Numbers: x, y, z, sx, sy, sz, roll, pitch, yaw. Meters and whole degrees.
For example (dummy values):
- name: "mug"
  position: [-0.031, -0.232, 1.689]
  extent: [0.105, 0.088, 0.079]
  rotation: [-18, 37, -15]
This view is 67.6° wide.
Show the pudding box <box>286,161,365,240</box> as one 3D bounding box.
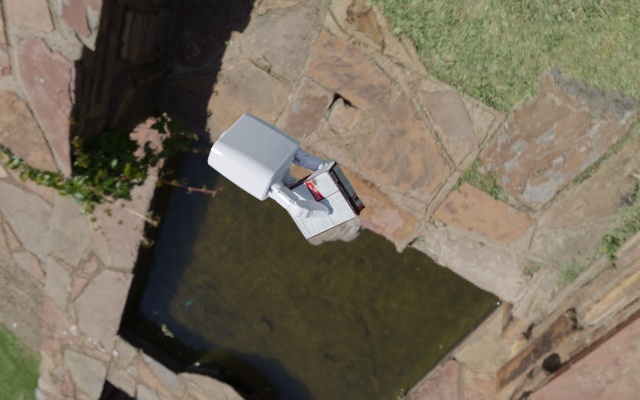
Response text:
- name: "pudding box"
  position: [0.000, 0.003, 0.761]
  extent: [0.113, 0.090, 0.039]
  rotation: [-26, 13, 35]
